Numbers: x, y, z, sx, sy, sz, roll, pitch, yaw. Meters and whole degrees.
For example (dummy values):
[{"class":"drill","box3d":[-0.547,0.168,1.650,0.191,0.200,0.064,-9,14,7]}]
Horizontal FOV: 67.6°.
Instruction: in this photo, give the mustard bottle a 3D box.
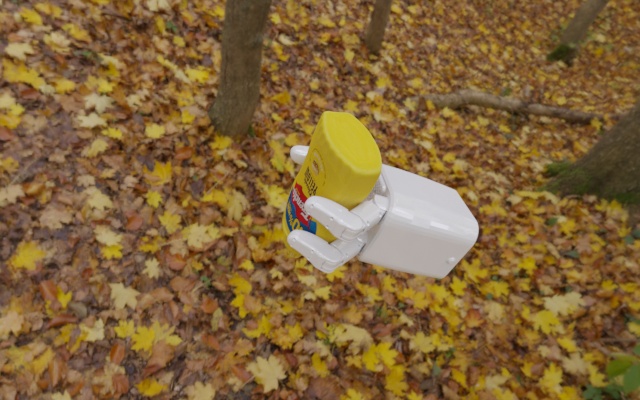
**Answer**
[{"class":"mustard bottle","box3d":[0.000,0.002,0.536,0.058,0.096,0.192,-2,-41,-28]}]
